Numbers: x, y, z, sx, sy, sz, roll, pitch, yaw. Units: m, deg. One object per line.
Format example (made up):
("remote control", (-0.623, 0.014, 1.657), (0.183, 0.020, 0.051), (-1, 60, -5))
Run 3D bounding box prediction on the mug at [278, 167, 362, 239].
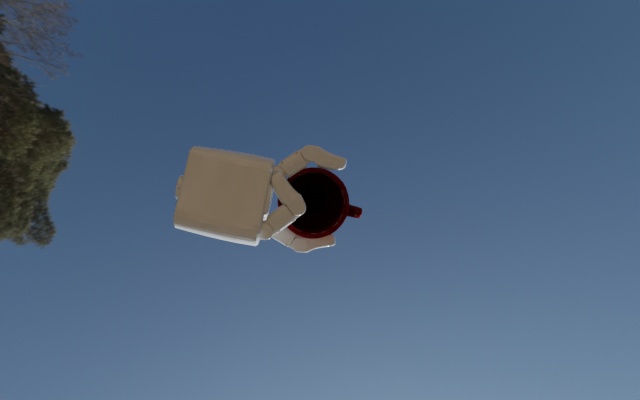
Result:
("mug", (0.002, 0.002, 0.656), (0.117, 0.093, 0.081), (11, 5, -5))
